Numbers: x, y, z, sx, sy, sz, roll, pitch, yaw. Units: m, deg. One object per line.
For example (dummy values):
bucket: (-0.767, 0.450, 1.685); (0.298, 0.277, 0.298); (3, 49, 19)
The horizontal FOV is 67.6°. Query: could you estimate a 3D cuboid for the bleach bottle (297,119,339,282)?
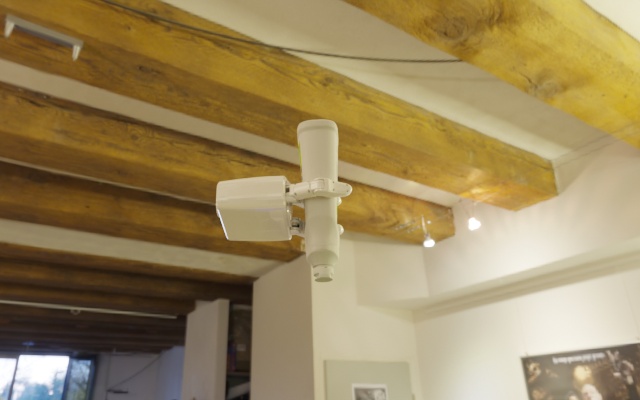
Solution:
bleach bottle: (0.000, 0.002, 0.764); (0.068, 0.250, 0.103); (-3, -24, 1)
